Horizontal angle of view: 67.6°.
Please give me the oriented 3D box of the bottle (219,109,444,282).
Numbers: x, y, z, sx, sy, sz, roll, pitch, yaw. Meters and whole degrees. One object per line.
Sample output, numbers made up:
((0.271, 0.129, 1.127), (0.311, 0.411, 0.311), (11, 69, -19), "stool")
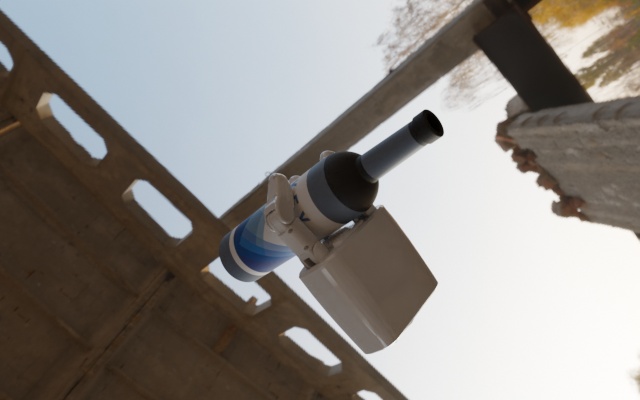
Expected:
((0.000, 0.002, 0.488), (0.069, 0.069, 0.296), (0, -27, -46), "bottle")
